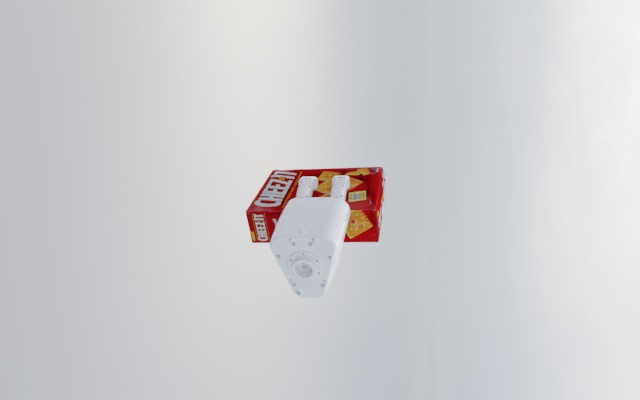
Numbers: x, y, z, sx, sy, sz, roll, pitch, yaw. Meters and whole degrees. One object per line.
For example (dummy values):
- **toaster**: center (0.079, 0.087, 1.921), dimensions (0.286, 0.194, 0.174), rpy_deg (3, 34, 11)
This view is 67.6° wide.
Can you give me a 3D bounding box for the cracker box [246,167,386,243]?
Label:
- **cracker box**: center (0.000, 0.003, 0.825), dimensions (0.213, 0.072, 0.164), rpy_deg (0, 28, 13)
